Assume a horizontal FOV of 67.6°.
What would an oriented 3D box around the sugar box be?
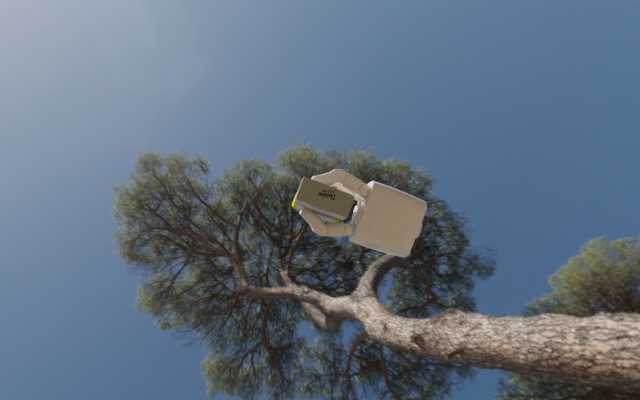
[{"bbox_3d":[0.000,0.002,0.856,0.093,0.048,0.176,20,-9,-4],"label":"sugar box"}]
